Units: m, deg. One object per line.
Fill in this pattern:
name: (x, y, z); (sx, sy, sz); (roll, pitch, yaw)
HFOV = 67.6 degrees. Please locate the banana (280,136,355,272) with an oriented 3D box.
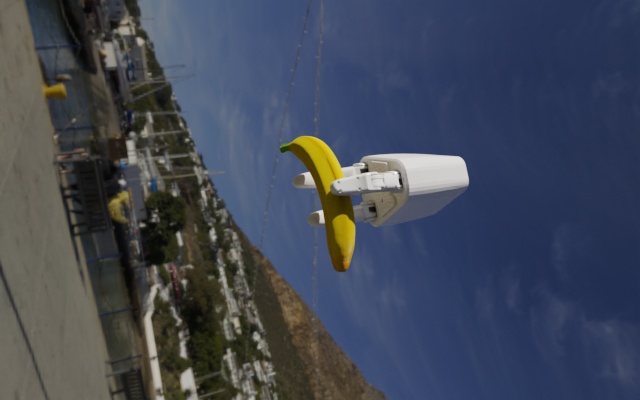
banana: (0.006, -0.011, 0.589); (0.037, 0.197, 0.070); (-5, -32, -32)
